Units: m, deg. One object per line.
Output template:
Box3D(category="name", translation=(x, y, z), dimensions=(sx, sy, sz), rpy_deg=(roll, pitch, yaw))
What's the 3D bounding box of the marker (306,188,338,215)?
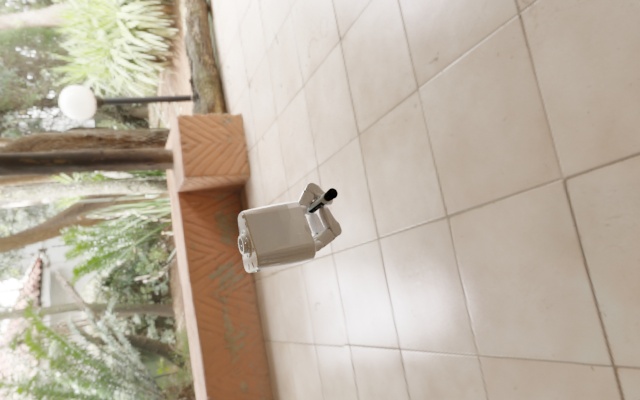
Box3D(category="marker", translation=(0.000, 0.003, 0.848), dimensions=(0.020, 0.020, 0.121), rpy_deg=(0, -16, -23))
